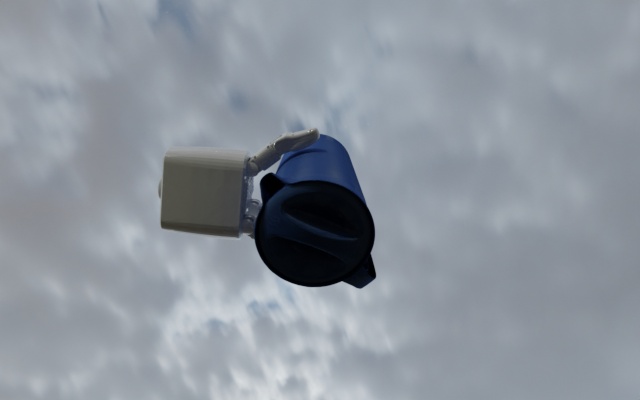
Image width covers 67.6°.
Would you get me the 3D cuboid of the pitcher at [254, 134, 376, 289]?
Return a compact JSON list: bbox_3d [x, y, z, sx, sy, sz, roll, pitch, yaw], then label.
[{"bbox_3d":[0.000,0.002,0.629,0.145,0.149,0.242,3,23,-1],"label":"pitcher"}]
